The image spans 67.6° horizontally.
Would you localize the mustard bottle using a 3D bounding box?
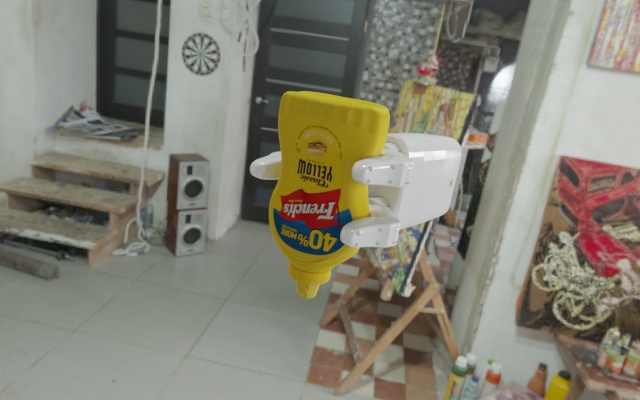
[{"bbox_3d":[0.000,0.001,0.441,0.096,0.192,0.058,15,18,20],"label":"mustard bottle"}]
